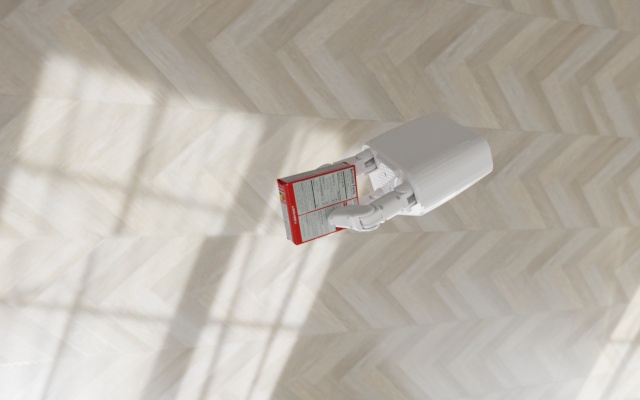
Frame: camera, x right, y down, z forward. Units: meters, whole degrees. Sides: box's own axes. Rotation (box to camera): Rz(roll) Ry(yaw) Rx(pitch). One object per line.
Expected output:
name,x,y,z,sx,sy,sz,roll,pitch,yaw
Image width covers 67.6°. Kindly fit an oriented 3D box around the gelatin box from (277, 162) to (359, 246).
gelatin box,0.000,0.002,0.541,0.089,0.073,0.030,-17,21,-24
